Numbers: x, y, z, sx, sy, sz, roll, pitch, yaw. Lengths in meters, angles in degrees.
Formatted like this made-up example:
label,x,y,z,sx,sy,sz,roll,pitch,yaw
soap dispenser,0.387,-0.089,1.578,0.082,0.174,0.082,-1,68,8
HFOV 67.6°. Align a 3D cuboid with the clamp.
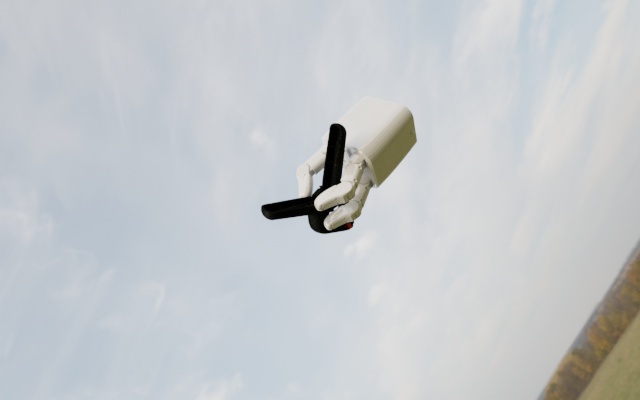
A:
label,x,y,z,sx,sy,sz,roll,pitch,yaw
clamp,0.000,0.002,0.720,0.036,0.164,0.210,37,-15,32
